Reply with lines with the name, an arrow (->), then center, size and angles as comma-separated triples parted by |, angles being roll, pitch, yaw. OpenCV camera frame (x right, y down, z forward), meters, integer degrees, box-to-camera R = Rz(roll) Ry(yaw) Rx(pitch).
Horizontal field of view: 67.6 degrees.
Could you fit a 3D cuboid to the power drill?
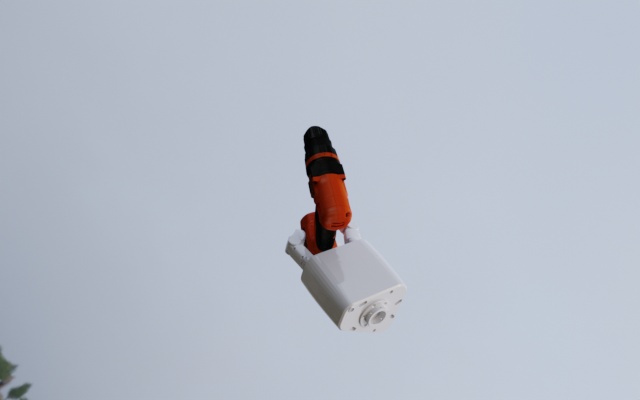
power drill -> 0.000, 0.003, 0.746 | 0.057, 0.184, 0.188 | -5, -37, -8
